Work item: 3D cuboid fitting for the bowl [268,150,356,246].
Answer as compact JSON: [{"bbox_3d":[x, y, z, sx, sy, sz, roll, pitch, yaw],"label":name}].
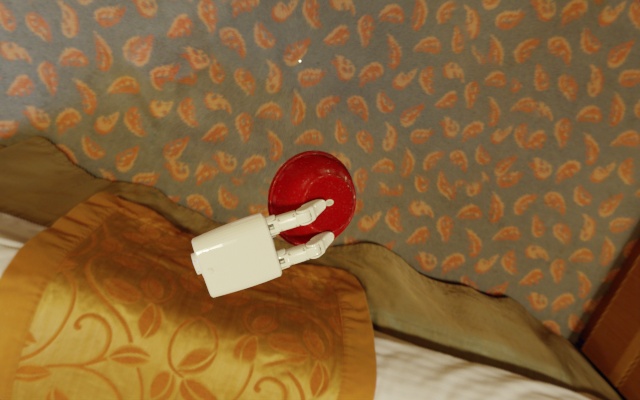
[{"bbox_3d":[0.001,0.002,0.759,0.162,0.162,0.055,0,7,-30],"label":"bowl"}]
